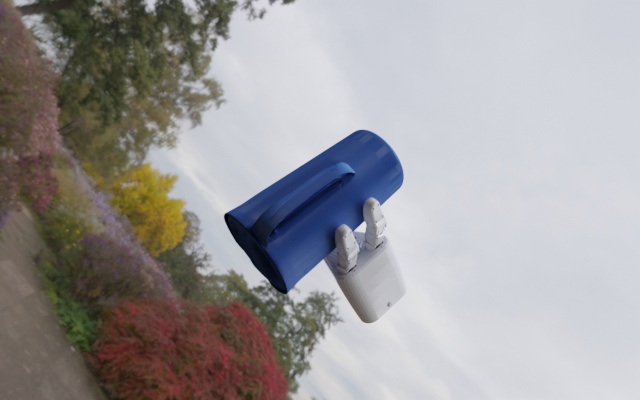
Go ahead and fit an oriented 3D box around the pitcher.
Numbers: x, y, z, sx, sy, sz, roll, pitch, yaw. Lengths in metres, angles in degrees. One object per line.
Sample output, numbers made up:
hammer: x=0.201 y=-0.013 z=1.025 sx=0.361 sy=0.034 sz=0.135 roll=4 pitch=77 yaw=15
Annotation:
pitcher: x=0.000 y=0.002 z=0.656 sx=0.242 sy=0.145 sz=0.149 roll=-38 pitch=31 yaw=-20
